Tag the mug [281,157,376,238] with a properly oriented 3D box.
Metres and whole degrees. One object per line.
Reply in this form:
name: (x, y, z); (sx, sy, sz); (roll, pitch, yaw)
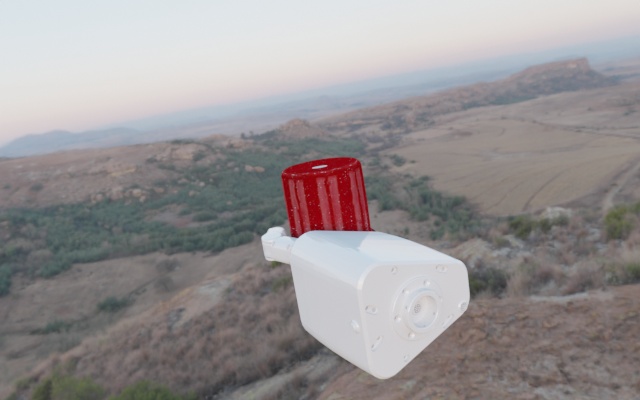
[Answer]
mug: (-0.001, 0.001, 0.496); (0.093, 0.081, 0.117); (-16, 15, -27)
